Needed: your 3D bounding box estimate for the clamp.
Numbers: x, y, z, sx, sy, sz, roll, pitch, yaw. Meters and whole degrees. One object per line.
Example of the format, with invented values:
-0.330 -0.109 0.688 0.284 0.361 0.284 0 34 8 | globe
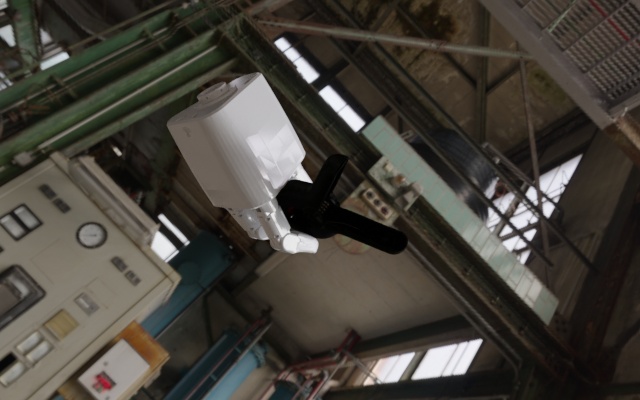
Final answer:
0.000 0.001 0.496 0.171 0.120 0.039 3 40 45 | clamp
